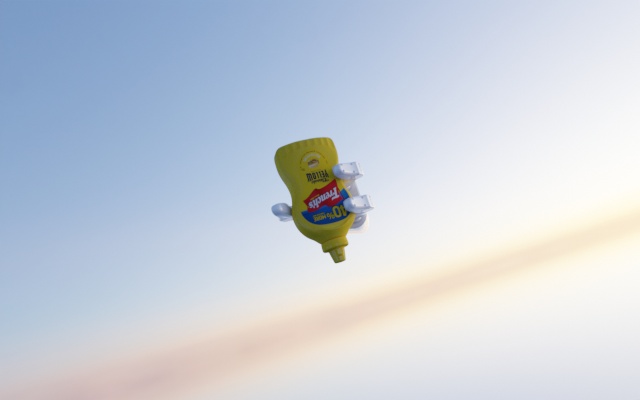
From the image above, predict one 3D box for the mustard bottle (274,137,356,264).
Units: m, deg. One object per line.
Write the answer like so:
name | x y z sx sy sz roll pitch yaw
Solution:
mustard bottle | 0.000 0.002 0.723 0.096 0.191 0.058 -13 -14 -18
